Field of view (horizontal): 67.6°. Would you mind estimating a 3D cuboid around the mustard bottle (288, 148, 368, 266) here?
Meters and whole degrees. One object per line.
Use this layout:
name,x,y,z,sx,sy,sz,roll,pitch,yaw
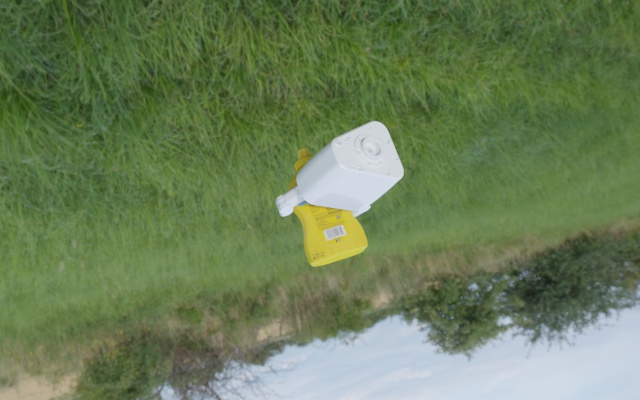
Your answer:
mustard bottle,0.000,0.003,0.769,0.096,0.191,0.058,-16,-16,-11
